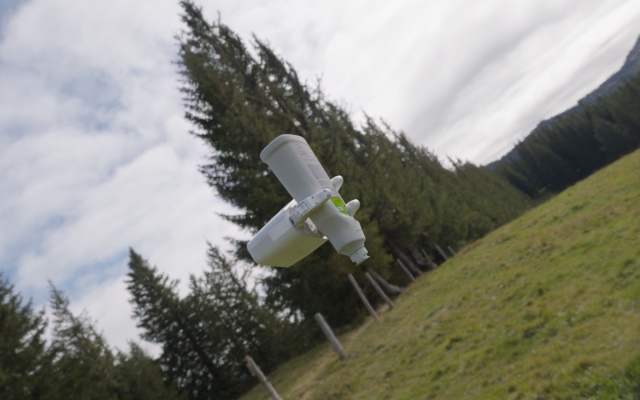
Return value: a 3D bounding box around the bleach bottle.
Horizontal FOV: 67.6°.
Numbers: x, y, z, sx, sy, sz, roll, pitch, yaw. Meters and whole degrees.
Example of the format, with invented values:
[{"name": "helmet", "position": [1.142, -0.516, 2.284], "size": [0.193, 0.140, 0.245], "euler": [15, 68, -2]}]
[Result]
[{"name": "bleach bottle", "position": [0.000, 0.003, 0.832], "size": [0.068, 0.250, 0.102], "euler": [-39, -13, 23]}]
